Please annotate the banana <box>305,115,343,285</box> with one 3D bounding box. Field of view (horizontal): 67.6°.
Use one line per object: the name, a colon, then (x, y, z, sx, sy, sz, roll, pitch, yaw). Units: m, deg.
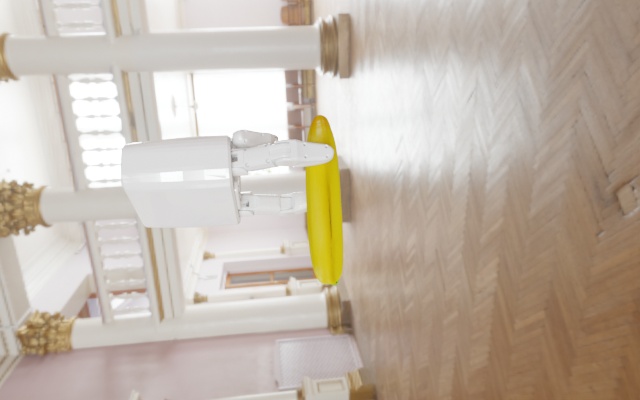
banana: (0.002, 0.009, 0.513, 0.037, 0.198, 0.069, -4, 11, -6)
